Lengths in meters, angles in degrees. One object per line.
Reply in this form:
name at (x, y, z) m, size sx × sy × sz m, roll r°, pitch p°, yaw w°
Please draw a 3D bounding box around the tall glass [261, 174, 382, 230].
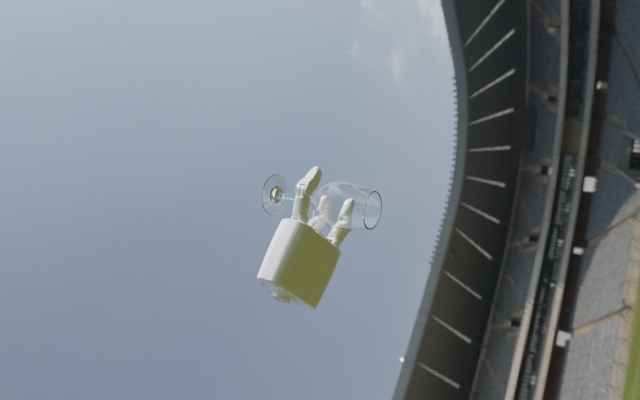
tall glass at (0.000, 0.002, 0.804) m, size 0.201 × 0.079 × 0.079 m, roll 9°, pitch 5°, yaw 33°
